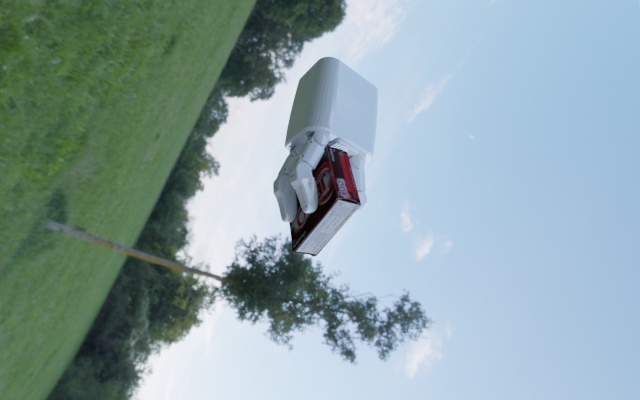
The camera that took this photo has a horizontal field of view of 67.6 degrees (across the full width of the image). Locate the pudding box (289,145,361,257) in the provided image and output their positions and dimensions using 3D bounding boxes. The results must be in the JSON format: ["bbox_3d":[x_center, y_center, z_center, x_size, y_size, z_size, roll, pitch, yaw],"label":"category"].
[{"bbox_3d":[0.000,0.002,0.595,0.039,0.090,0.113,14,-46,-25],"label":"pudding box"}]
